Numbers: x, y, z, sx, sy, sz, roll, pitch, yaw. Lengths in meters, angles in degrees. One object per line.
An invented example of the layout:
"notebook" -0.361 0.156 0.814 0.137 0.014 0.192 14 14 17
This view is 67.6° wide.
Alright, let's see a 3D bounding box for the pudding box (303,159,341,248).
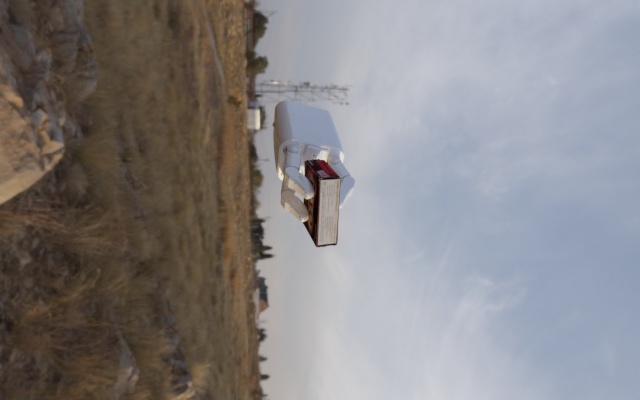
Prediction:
"pudding box" 0.000 0.002 0.737 0.039 0.113 0.090 -5 23 -13
